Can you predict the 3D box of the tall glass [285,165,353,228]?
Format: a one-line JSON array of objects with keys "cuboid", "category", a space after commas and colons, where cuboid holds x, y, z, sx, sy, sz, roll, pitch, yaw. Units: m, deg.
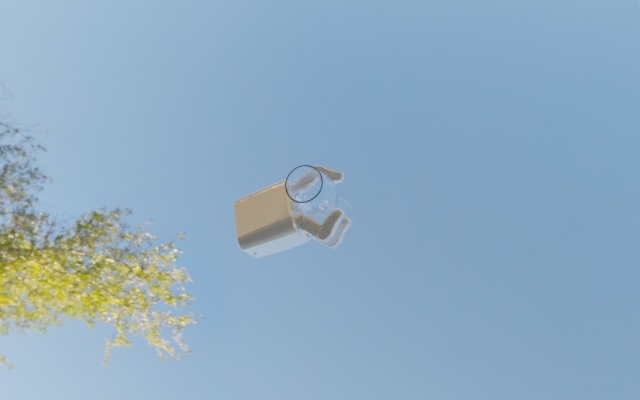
[{"cuboid": [0.000, 0.003, 0.829, 0.079, 0.079, 0.201, 0, -17, 16], "category": "tall glass"}]
